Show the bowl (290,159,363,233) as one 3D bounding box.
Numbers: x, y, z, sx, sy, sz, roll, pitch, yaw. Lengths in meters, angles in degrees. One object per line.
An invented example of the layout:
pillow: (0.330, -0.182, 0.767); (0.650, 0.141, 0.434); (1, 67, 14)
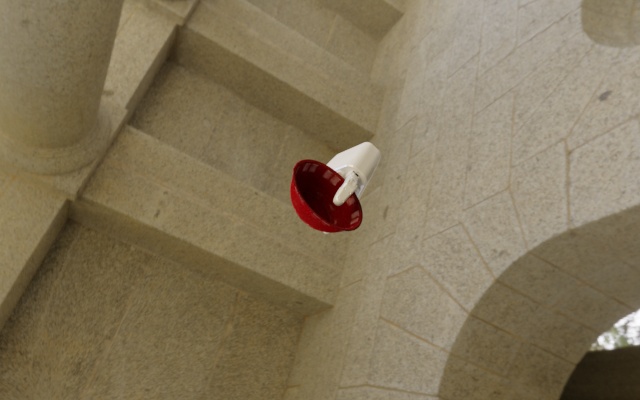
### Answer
bowl: (-0.001, 0.003, 0.877); (0.162, 0.162, 0.055); (0, -36, -49)
